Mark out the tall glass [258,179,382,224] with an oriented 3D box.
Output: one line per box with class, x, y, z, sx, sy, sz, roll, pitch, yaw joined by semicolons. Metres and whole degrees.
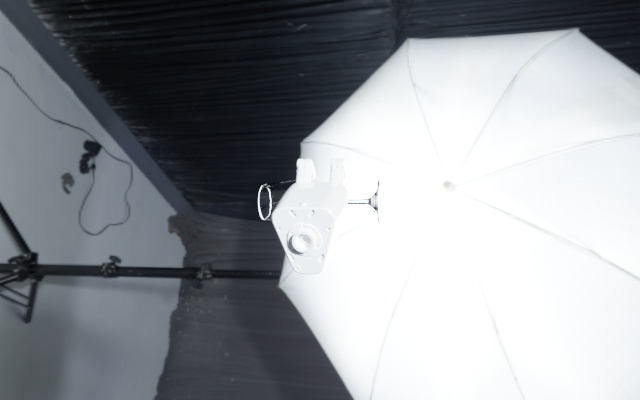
tall glass;0.001;0.003;0.800;0.201;0.079;0.079;0;0;12
